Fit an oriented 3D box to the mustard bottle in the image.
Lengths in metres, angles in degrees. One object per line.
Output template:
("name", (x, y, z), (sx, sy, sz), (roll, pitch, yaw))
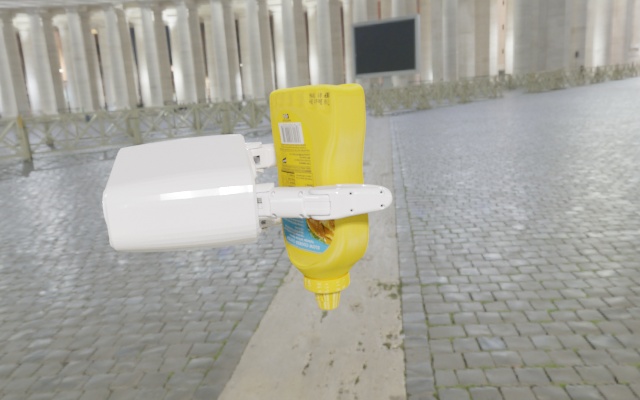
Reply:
("mustard bottle", (0.000, 0.001, 0.406), (0.058, 0.192, 0.096), (-12, 14, -36))
